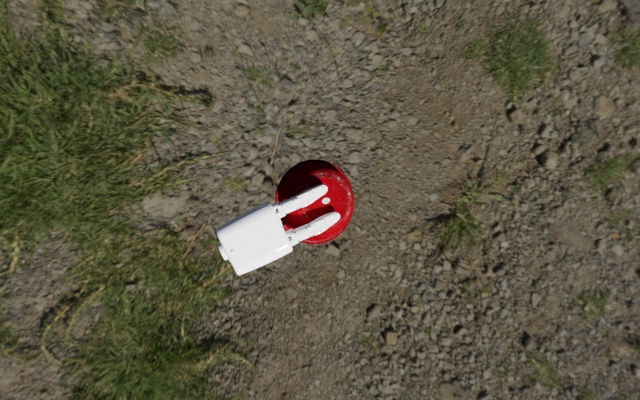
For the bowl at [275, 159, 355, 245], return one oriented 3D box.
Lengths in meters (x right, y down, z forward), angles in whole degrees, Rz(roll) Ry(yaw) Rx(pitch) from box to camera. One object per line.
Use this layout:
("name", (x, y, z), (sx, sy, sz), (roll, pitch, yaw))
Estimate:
("bowl", (0.001, 0.002, 0.882), (0.162, 0.162, 0.055), (0, 0, -21))
